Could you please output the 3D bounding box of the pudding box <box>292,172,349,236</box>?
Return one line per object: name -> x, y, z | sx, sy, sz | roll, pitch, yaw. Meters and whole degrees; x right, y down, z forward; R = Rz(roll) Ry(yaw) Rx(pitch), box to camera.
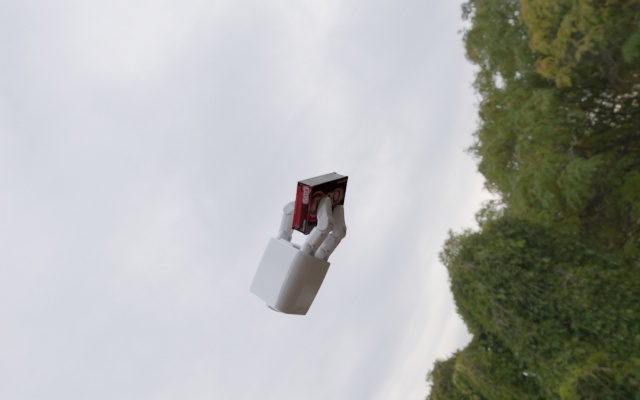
pudding box -> 0.000, 0.003, 0.845 | 0.039, 0.090, 0.113 | 21, 24, 29
